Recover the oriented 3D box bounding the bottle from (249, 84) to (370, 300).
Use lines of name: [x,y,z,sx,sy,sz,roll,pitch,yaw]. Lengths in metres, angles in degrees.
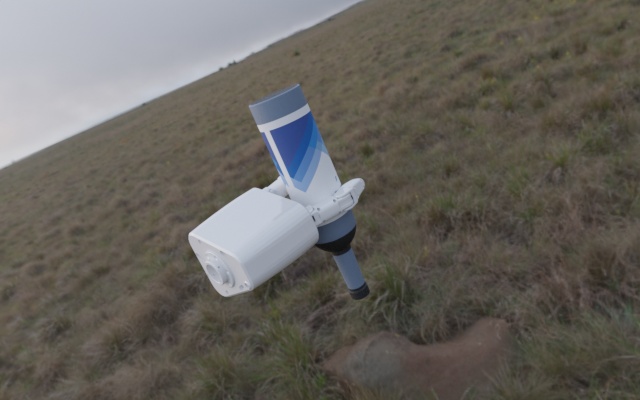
bottle: [0.000,0.002,0.616,0.069,0.296,0.069,-21,18,7]
